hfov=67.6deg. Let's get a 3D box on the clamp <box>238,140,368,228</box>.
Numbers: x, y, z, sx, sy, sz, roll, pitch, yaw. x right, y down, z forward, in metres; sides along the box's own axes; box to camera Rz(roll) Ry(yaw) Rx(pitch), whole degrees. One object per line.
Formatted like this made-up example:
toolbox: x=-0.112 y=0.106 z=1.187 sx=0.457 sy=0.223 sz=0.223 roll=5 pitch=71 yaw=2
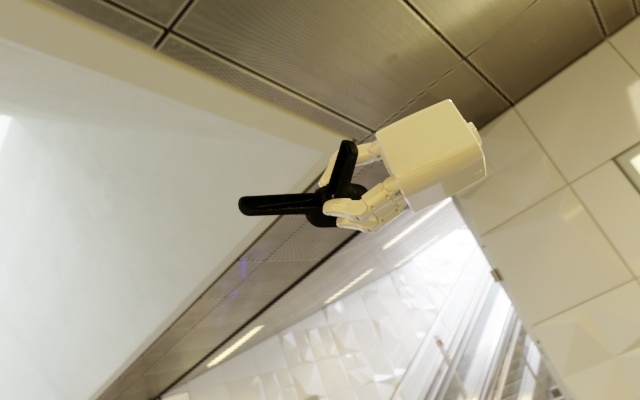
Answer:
clamp: x=0.000 y=0.001 z=0.640 sx=0.164 sy=0.036 sz=0.210 roll=-24 pitch=-26 yaw=12
